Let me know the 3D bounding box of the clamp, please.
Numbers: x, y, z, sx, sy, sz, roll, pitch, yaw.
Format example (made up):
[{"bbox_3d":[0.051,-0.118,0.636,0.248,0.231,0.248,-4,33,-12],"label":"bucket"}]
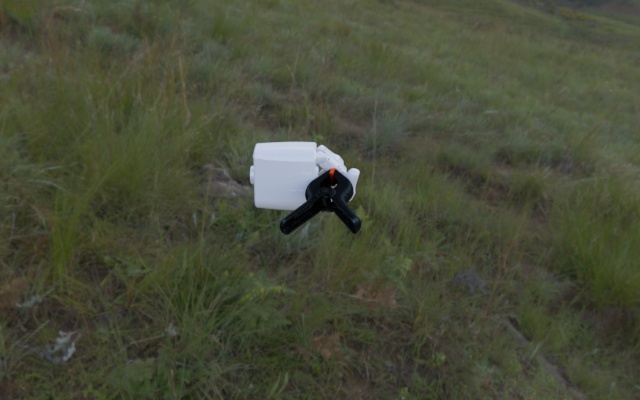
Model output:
[{"bbox_3d":[0.000,0.002,0.754,0.120,0.039,0.171,-1,29,2],"label":"clamp"}]
